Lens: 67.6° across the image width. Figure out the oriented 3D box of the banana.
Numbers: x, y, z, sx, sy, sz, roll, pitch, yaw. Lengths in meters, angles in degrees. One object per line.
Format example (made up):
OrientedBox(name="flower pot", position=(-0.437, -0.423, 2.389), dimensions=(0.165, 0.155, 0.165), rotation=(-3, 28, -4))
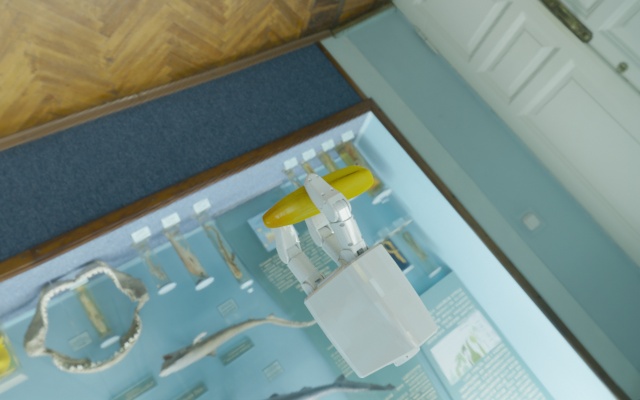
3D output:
OrientedBox(name="banana", position=(0.014, -0.009, 0.565), dimensions=(0.070, 0.037, 0.197), rotation=(-41, -11, 34))
